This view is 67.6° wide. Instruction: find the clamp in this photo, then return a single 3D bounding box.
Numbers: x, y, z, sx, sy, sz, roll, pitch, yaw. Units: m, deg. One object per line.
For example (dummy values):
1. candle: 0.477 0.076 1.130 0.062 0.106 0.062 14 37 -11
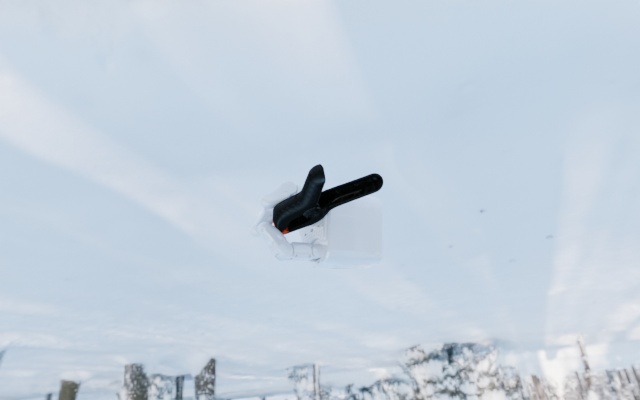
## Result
1. clamp: 0.000 0.003 0.641 0.120 0.039 0.171 7 -27 -33
